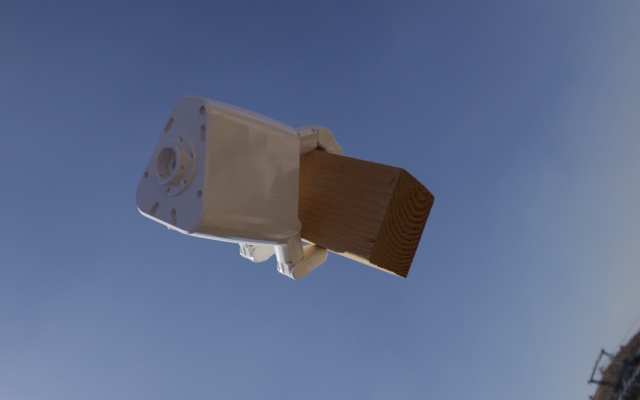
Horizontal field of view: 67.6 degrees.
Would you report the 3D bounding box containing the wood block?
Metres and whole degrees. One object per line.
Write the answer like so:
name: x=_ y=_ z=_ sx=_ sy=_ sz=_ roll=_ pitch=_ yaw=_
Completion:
wood block: x=0.000 y=0.001 z=0.507 sx=0.206 sy=0.091 sz=0.090 roll=17 pitch=-8 yaw=36
